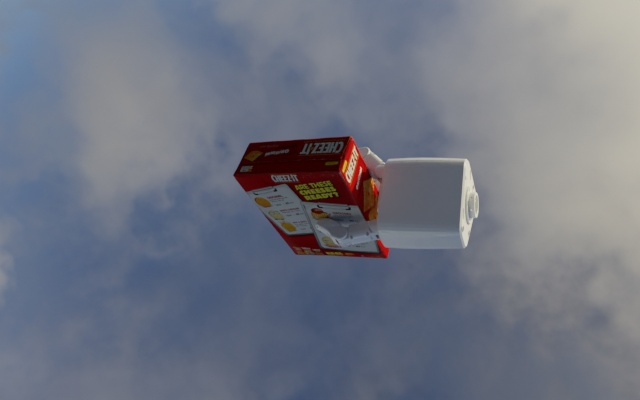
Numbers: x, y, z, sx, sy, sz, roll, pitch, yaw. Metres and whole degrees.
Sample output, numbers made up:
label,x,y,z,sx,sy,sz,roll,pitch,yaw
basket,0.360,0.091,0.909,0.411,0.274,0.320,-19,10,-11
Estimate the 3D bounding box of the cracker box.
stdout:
label,x,y,z,sx,sy,sz,roll,pitch,yaw
cracker box,0.000,0.003,0.703,0.164,0.072,0.214,0,-37,27
